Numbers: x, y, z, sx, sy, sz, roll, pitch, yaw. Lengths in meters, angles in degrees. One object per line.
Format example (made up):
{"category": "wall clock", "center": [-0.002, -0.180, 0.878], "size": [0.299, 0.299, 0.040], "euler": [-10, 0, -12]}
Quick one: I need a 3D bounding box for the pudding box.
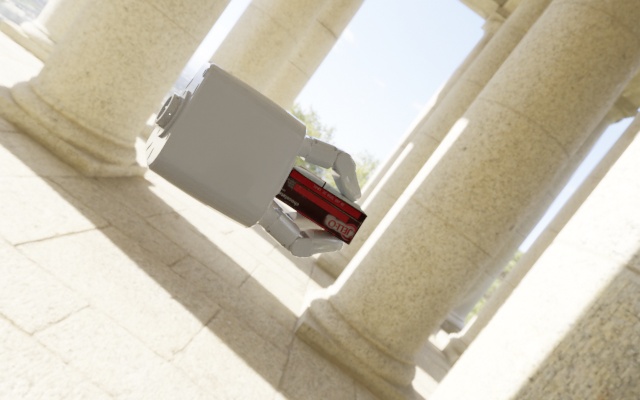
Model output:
{"category": "pudding box", "center": [0.000, 0.001, 0.501], "size": [0.090, 0.039, 0.113], "euler": [34, 6, -1]}
